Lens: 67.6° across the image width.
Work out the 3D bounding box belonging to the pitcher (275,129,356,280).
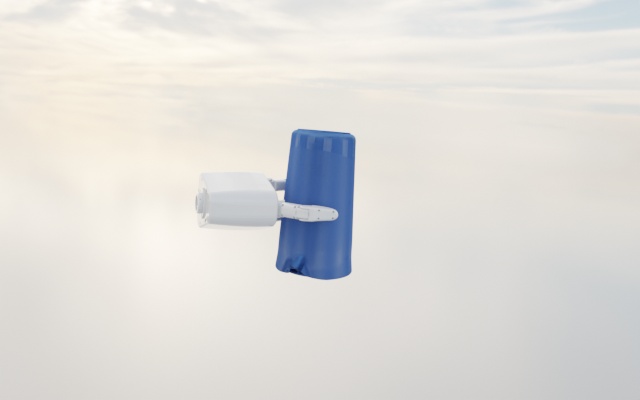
[{"bbox_3d":[0.000,0.003,0.818,0.145,0.243,0.149,1,10,-22],"label":"pitcher"}]
